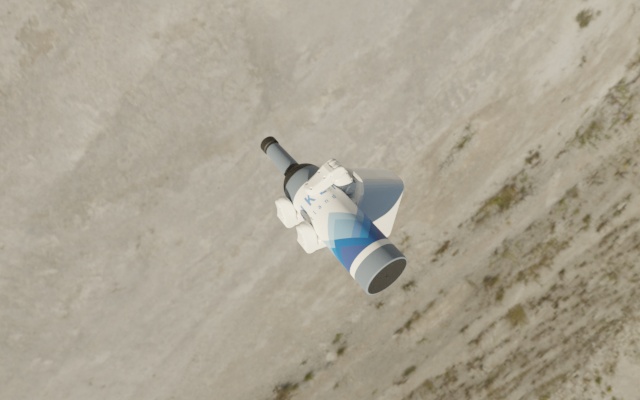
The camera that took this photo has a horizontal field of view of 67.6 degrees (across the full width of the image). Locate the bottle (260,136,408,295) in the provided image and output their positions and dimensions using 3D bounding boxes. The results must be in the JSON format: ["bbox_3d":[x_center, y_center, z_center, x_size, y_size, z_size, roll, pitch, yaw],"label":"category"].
[{"bbox_3d":[0.000,0.002,0.672,0.069,0.069,0.295,0,39,-47],"label":"bottle"}]
